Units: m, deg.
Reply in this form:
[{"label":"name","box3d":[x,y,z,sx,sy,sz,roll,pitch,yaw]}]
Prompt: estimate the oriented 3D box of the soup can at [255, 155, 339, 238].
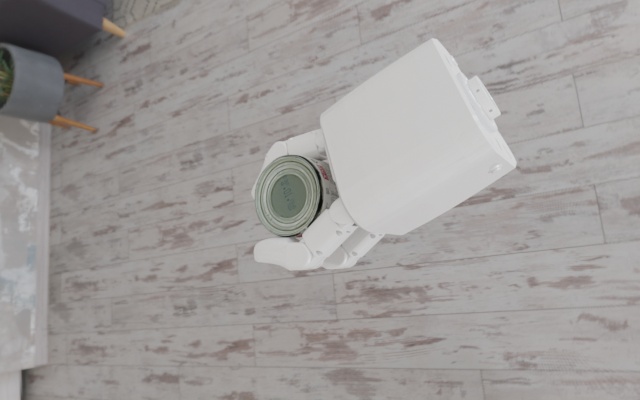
[{"label":"soup can","box3d":[-0.001,0.001,0.417,0.068,0.068,0.102,0,-6,33]}]
